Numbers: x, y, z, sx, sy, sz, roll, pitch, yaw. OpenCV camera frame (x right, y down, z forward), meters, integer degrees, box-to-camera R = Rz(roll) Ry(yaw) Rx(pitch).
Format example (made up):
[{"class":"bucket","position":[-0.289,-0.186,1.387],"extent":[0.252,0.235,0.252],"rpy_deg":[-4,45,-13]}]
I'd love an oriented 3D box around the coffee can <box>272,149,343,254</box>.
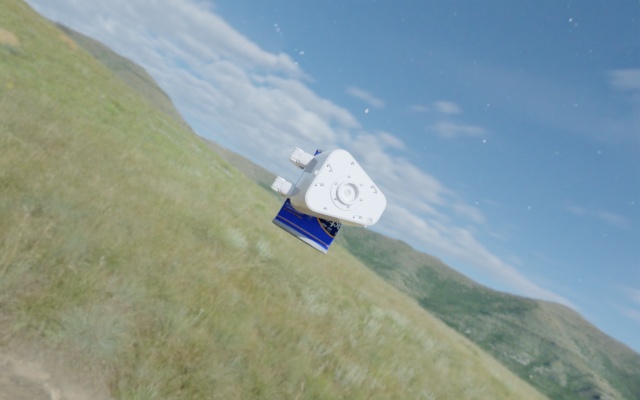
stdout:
[{"class":"coffee can","position":[0.000,0.003,0.785],"extent":[0.103,0.140,0.103],"rpy_deg":[31,-6,4]}]
